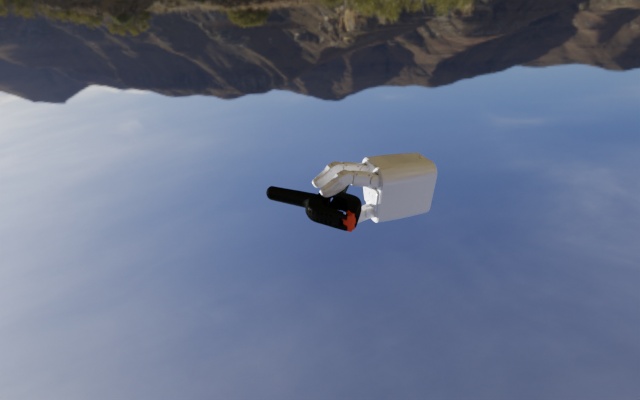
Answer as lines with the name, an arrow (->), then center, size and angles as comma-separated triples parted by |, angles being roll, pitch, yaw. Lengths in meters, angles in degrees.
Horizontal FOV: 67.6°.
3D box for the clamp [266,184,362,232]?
clamp -> 0.001, 0.004, 0.819 | 0.164, 0.036, 0.210 | -9, 22, -12
